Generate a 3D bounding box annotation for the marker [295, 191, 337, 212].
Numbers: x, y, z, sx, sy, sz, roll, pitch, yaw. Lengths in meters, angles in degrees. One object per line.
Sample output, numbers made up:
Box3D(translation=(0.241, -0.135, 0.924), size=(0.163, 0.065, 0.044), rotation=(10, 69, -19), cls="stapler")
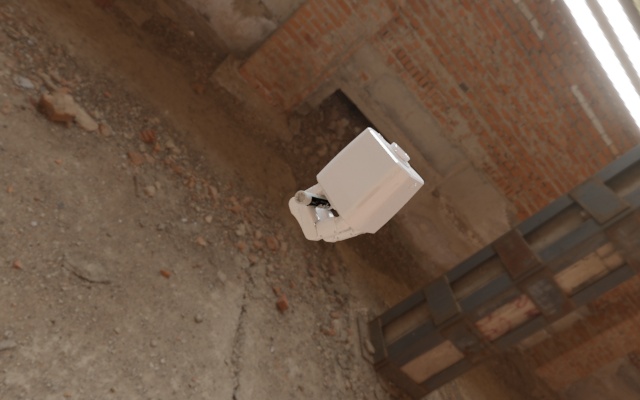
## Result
Box3D(translation=(0.000, 0.002, 0.690), size=(0.020, 0.020, 0.121), rotation=(0, -6, 27), cls="marker")
